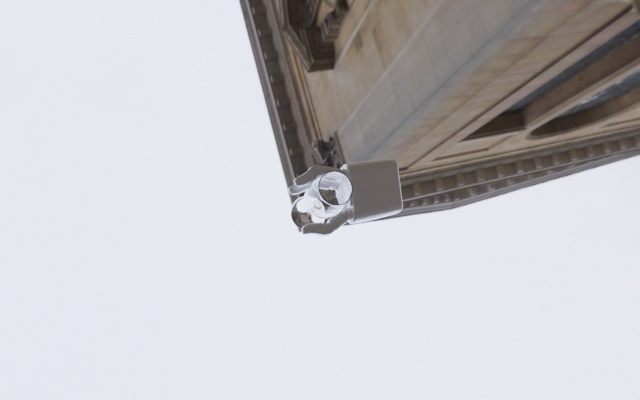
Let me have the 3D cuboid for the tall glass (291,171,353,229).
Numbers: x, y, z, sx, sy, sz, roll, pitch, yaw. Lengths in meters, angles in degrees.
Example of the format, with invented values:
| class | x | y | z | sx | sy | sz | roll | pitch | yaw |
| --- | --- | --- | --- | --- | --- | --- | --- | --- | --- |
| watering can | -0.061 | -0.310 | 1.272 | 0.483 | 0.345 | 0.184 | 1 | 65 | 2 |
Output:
| class | x | y | z | sx | sy | sz | roll | pitch | yaw |
| --- | --- | --- | --- | --- | --- | --- | --- | --- | --- |
| tall glass | 0.000 | 0.003 | 0.899 | 0.079 | 0.079 | 0.201 | 0 | -14 | -15 |
